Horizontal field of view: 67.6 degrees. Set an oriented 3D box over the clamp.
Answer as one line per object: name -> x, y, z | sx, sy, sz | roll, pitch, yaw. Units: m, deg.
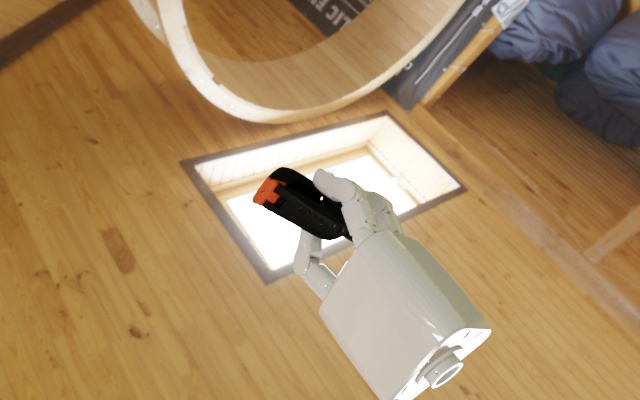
clamp -> -0.001, 0.002, 0.504 | 0.210, 0.036, 0.164 | 20, 22, -51
